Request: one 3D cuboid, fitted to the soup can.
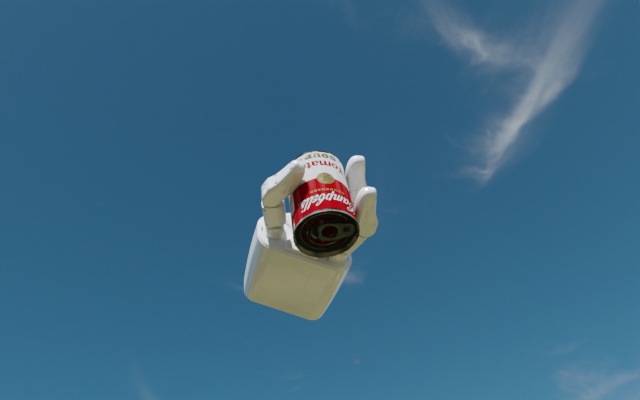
[{"bbox_3d":[0.000,0.001,0.516,0.068,0.069,0.102,0,42,-9],"label":"soup can"}]
